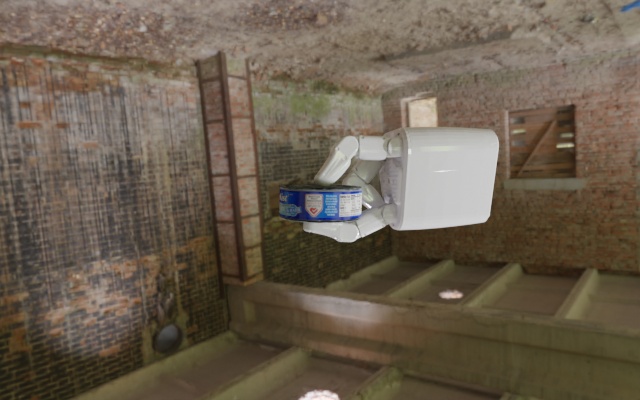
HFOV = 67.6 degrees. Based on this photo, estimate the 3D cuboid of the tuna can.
[{"bbox_3d":[0.000,0.002,0.492,0.086,0.034,0.086,1,5,0],"label":"tuna can"}]
